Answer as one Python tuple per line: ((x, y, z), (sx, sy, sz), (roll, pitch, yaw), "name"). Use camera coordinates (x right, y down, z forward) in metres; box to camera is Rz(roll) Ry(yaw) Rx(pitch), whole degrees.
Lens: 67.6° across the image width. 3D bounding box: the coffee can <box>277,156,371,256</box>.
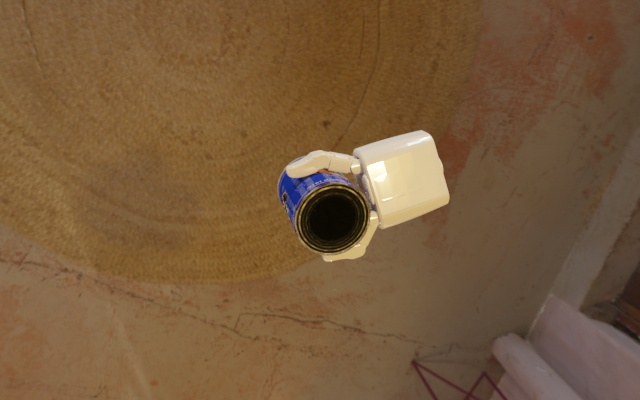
((0.000, 0.002, 0.680), (0.103, 0.103, 0.140), (0, 20, -15), "coffee can")
